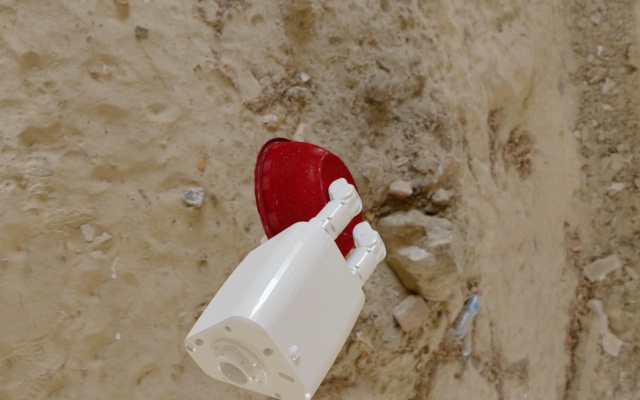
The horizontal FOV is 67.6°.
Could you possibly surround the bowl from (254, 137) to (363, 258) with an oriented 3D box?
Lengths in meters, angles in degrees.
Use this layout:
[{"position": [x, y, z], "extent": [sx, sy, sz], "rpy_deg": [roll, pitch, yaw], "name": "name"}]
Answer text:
[{"position": [0.001, 0.001, 0.505], "extent": [0.055, 0.162, 0.162], "rpy_deg": [-18, -8, 26], "name": "bowl"}]
